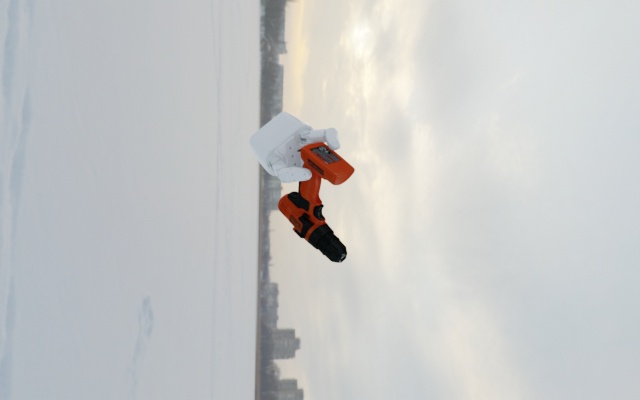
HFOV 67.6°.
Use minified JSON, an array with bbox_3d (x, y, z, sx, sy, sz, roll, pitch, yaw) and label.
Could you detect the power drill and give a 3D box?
[{"bbox_3d":[0.000,0.002,0.883,0.057,0.188,0.184,-21,52,-41],"label":"power drill"}]
